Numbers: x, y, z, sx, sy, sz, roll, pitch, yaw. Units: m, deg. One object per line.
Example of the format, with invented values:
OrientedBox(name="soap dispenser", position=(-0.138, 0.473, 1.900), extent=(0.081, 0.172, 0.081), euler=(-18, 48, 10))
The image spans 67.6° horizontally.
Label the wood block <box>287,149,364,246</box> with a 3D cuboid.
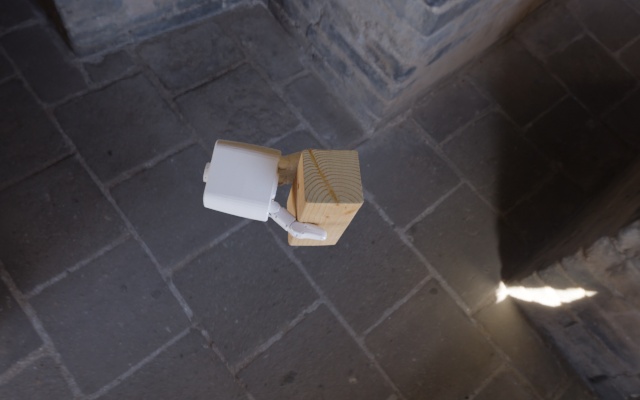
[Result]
OrientedBox(name="wood block", position=(0.000, 0.003, 0.807), extent=(0.090, 0.090, 0.206), euler=(0, -22, -11))
